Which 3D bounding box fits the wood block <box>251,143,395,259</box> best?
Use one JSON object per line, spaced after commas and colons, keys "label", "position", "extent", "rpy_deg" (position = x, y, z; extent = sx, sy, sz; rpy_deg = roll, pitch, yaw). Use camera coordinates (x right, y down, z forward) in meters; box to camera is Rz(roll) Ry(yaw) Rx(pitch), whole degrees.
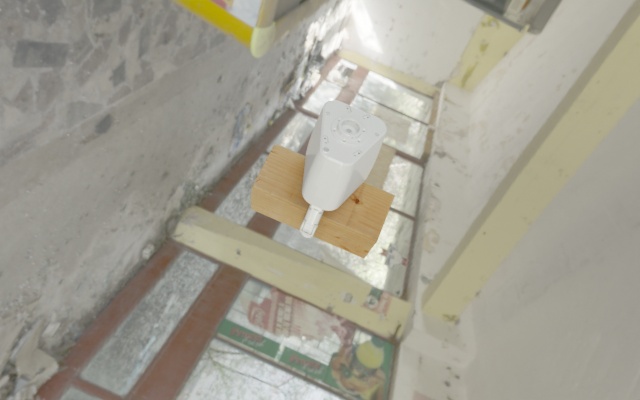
{"label": "wood block", "position": [0.000, 0.003, 0.771], "extent": [0.206, 0.090, 0.090], "rpy_deg": [24, -25, 2]}
